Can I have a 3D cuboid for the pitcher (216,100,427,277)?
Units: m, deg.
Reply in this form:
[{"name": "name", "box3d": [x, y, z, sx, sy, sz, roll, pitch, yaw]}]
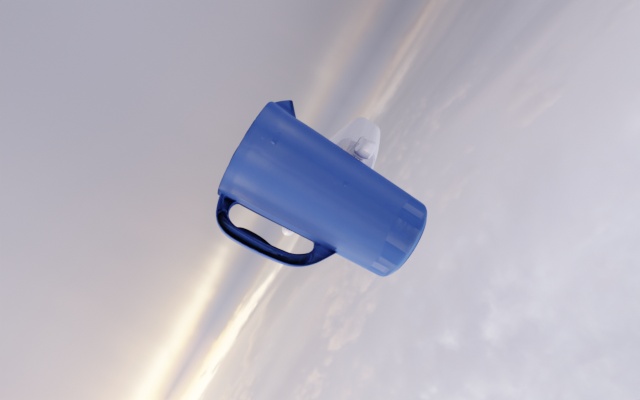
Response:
[{"name": "pitcher", "box3d": [0.000, 0.002, 0.594, 0.243, 0.149, 0.145, 31, 29, -4]}]
